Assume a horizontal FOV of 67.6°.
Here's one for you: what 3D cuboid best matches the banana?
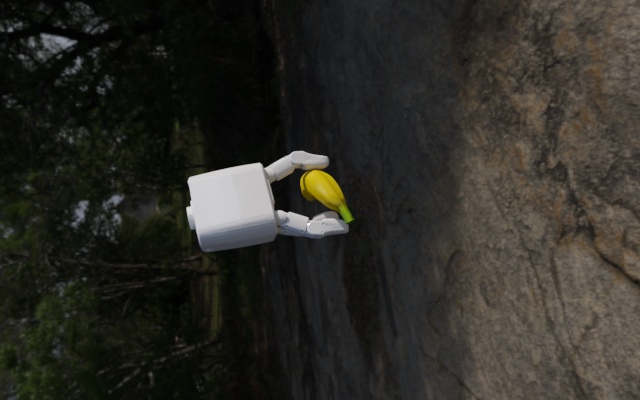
[{"bbox_3d":[-0.003,-0.014,0.725,0.037,0.070,0.197,-18,15,-11],"label":"banana"}]
